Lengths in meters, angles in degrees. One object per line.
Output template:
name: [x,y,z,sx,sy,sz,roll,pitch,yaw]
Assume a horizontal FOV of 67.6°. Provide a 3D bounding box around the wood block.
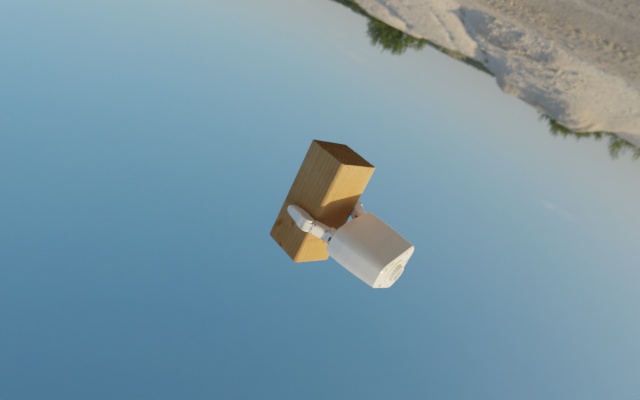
wood block: [0.000,0.003,0.875,0.091,0.206,0.090,2,32,-46]
